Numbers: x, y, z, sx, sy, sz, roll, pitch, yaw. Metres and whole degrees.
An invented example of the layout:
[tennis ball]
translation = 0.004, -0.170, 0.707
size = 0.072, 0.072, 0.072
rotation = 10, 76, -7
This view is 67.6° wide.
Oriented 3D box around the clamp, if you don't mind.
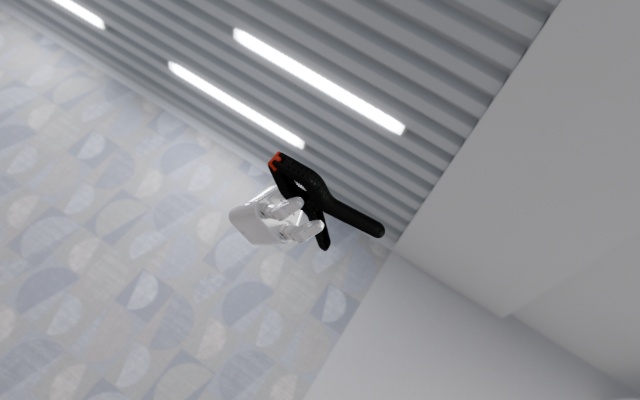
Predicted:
[clamp]
translation = 0.000, 0.002, 0.783
size = 0.164, 0.210, 0.036
rotation = -13, 33, 48
